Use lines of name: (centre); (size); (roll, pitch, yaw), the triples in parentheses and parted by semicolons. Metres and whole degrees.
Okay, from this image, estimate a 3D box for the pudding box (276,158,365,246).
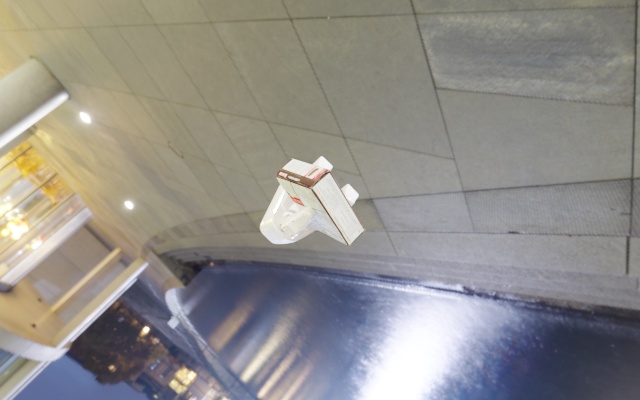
pudding box: (0.000, 0.002, 0.643); (0.090, 0.039, 0.113); (20, -29, 51)
